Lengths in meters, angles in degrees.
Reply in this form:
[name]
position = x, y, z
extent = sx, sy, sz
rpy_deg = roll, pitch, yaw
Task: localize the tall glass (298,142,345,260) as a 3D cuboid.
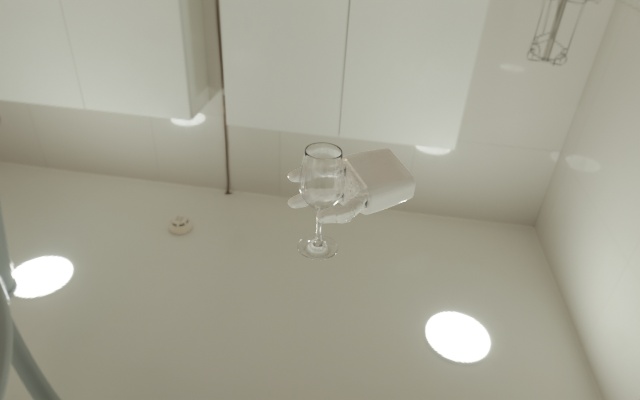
[tall glass]
position = 0.000, 0.003, 0.826
extent = 0.079, 0.201, 0.079
rpy_deg = 2, 33, -1
